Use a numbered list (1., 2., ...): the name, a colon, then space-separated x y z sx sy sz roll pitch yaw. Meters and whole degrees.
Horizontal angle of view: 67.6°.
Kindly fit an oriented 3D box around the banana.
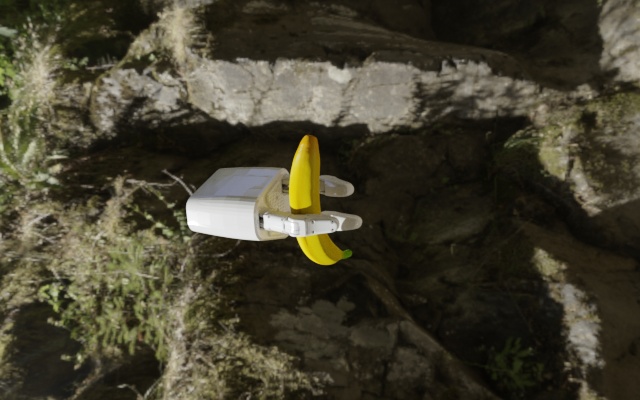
1. banana: -0.008 0.016 0.605 0.037 0.198 0.069 9 42 32
